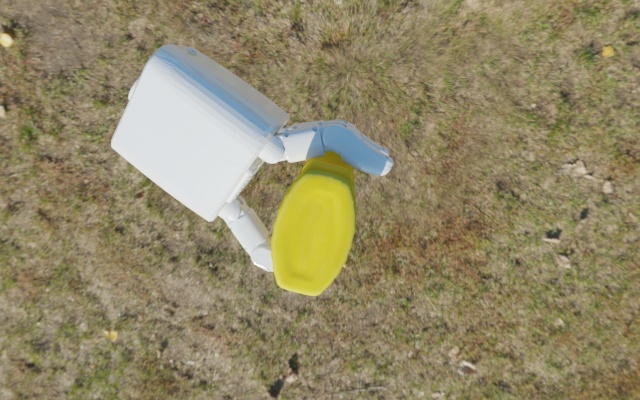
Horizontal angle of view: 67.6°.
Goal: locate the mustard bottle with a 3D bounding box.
[{"bbox_3d":[0.000,0.002,0.424,0.058,0.096,0.191,13,15,0],"label":"mustard bottle"}]
